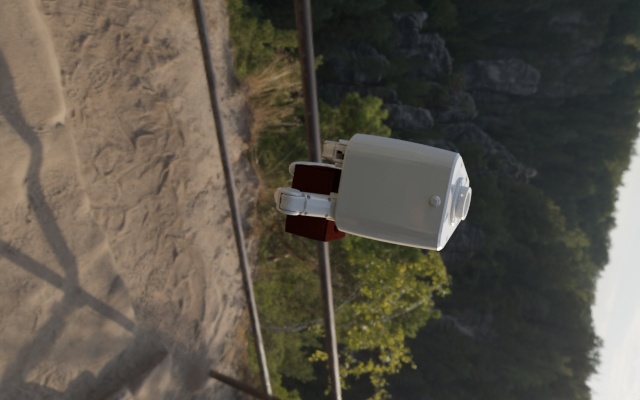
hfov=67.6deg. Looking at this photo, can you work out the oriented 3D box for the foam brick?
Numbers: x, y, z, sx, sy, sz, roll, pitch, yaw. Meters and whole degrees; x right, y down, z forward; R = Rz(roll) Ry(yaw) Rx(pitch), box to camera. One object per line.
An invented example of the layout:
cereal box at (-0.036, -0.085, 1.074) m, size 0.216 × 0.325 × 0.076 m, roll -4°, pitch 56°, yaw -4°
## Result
foam brick at (0.000, 0.002, 0.524) m, size 0.051 × 0.078 × 0.053 m, roll 13°, pitch 8°, yaw 26°
